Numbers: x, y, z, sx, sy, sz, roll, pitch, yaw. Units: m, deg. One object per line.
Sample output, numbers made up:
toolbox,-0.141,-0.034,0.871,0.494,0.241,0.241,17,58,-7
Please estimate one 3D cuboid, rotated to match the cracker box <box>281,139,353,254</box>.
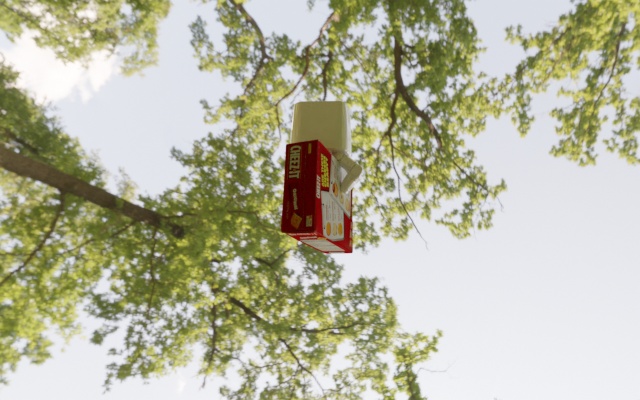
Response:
cracker box,0.000,0.003,0.896,0.072,0.164,0.214,-5,-17,20
